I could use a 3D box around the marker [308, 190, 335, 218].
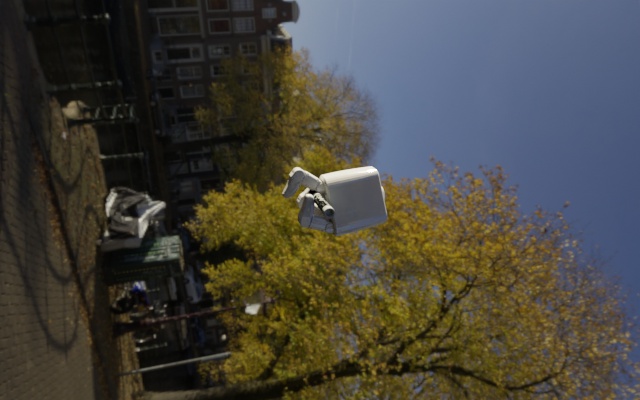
[{"bbox_3d":[0.000,0.003,0.848,0.020,0.020,0.121,0,18,-15],"label":"marker"}]
